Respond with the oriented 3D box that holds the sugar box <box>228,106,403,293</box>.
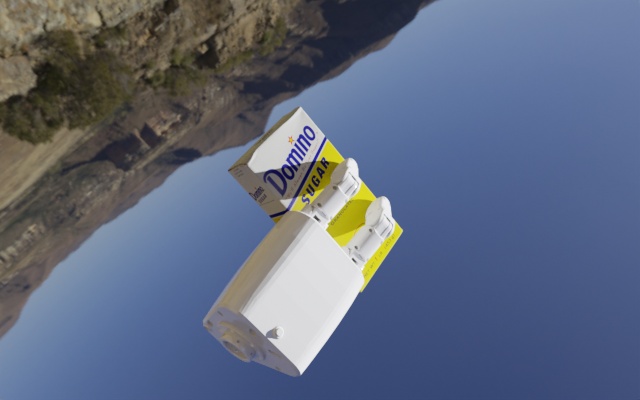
[{"bbox_3d":[0.000,0.002,0.489,0.048,0.176,0.093,-14,32,54],"label":"sugar box"}]
